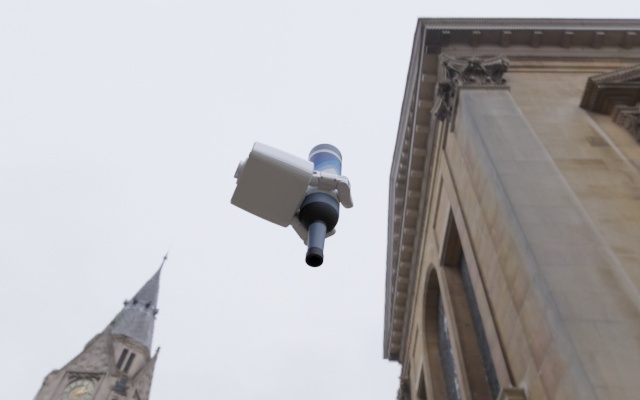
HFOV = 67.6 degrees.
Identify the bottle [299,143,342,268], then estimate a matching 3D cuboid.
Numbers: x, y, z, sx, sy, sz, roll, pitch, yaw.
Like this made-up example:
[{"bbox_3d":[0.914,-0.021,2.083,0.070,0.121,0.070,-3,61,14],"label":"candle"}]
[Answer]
[{"bbox_3d":[0.000,0.003,0.813,0.069,0.069,0.295,0,36,4],"label":"bottle"}]
